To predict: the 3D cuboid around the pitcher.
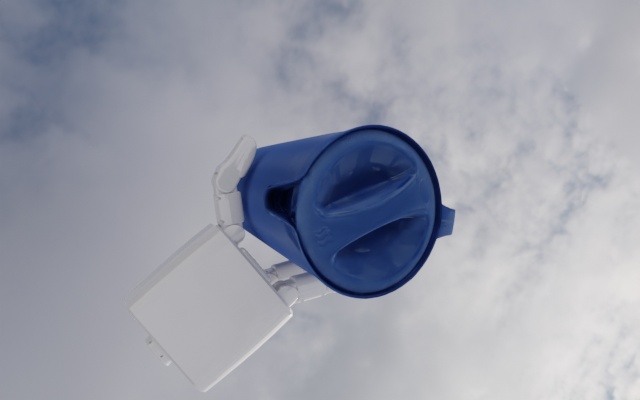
[{"bbox_3d":[0.000,0.002,0.469,0.145,0.149,0.243,-42,21,-17],"label":"pitcher"}]
